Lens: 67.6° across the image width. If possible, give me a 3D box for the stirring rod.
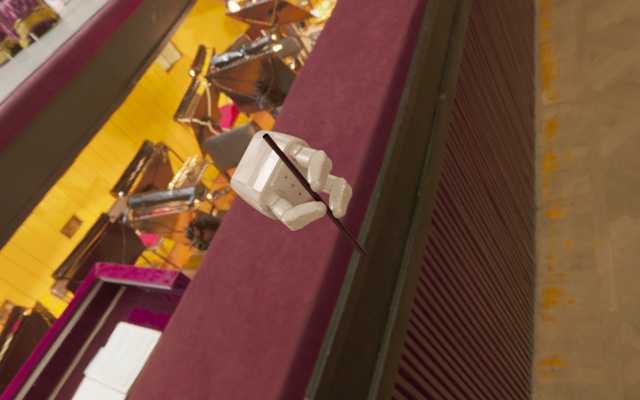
[{"bbox_3d":[0.000,0.002,0.606,0.011,0.011,0.240,0,-38,41],"label":"stirring rod"}]
